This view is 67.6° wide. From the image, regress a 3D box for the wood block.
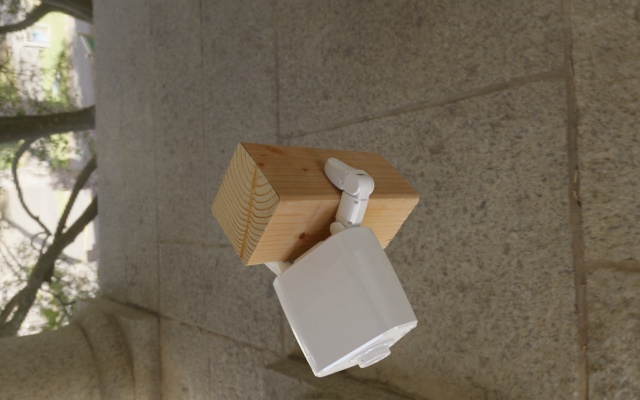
[{"bbox_3d":[0.000,0.002,0.533,0.206,0.091,0.090,-1,42,-42],"label":"wood block"}]
